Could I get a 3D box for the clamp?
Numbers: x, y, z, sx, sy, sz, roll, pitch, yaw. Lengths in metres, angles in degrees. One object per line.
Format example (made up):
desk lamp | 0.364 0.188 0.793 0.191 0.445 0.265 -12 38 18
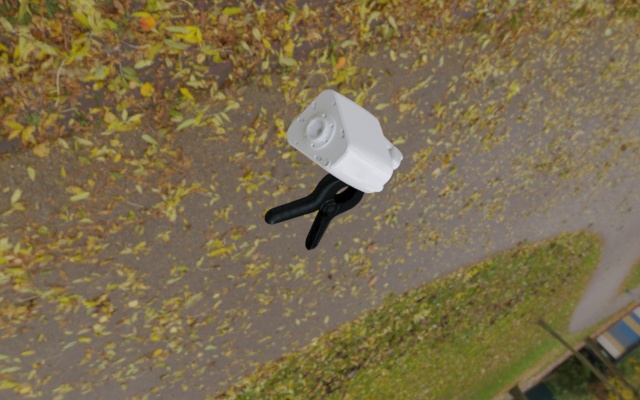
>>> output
clamp | 0.001 0.003 0.725 0.120 0.171 0.039 24 25 -47
